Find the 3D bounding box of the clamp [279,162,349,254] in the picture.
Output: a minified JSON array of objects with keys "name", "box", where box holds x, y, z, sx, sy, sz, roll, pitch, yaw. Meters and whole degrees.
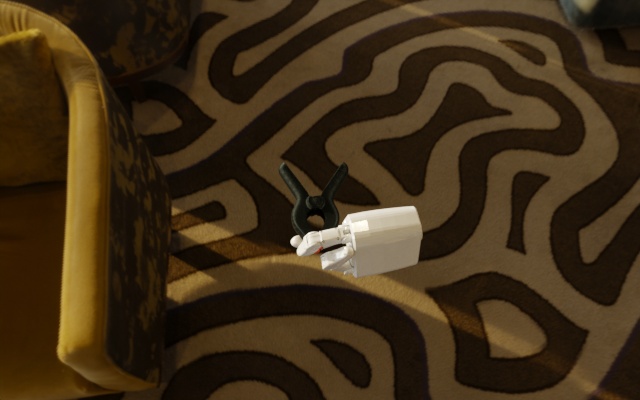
[{"name":"clamp","box":[0.000,0.002,0.799,0.120,0.171,0.039,-11,-26,-2]}]
